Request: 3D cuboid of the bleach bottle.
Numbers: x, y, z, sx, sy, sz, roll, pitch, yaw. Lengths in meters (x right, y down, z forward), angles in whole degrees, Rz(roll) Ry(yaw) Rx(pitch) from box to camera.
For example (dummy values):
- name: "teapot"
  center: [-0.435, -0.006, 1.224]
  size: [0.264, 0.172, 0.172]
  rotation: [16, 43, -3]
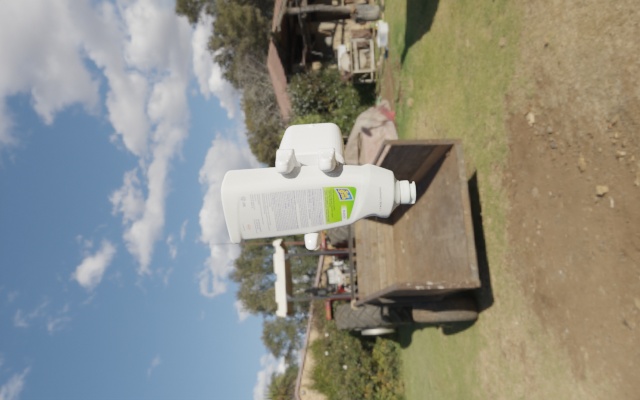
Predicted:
- name: "bleach bottle"
  center: [0.000, 0.002, 0.645]
  size: [0.251, 0.103, 0.068]
  rotation: [-3, 34, 3]
